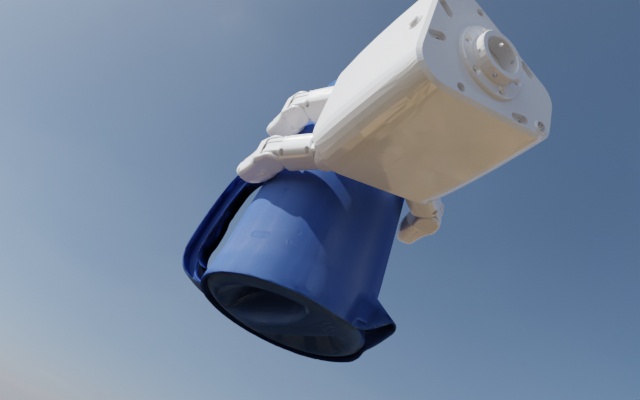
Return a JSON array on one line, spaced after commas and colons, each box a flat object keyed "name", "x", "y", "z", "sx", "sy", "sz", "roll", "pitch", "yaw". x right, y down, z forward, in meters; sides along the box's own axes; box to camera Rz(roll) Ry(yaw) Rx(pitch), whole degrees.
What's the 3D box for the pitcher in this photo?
[{"name": "pitcher", "x": 0.000, "y": 0.001, "z": 0.422, "sx": 0.149, "sy": 0.242, "sz": 0.145, "roll": 35, "pitch": -34, "yaw": -15}]
